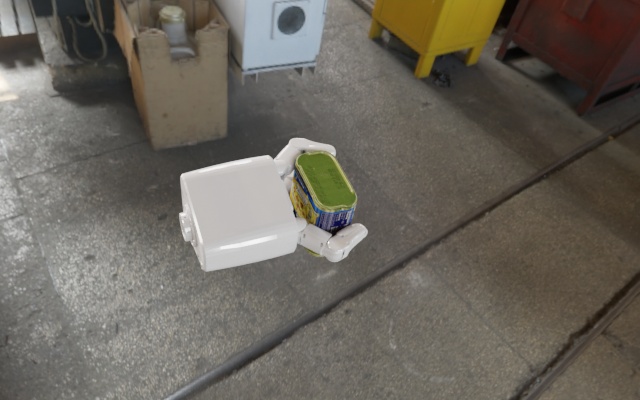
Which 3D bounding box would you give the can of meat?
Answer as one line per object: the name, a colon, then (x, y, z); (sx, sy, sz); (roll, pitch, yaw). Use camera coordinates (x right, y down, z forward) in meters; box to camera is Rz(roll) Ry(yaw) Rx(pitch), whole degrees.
can of meat: (0.000, 0.002, 0.582); (0.057, 0.102, 0.084); (-11, -39, -21)
